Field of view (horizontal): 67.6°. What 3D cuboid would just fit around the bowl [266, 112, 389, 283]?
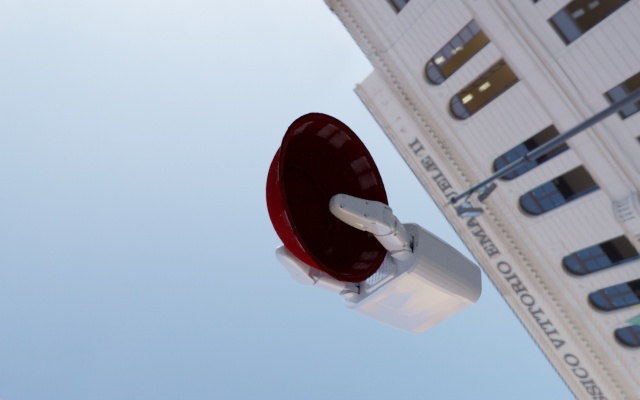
[{"bbox_3d":[-0.001,0.001,0.454,0.055,0.162,0.162,-18,-11,37],"label":"bowl"}]
